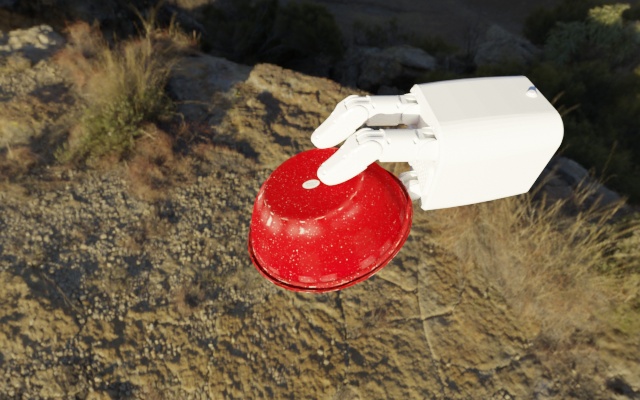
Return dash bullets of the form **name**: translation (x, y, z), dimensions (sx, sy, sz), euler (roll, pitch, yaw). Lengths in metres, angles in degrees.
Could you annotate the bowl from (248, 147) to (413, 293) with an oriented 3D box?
- **bowl**: translation (-0.001, 0.002, 0.436), dimensions (0.162, 0.162, 0.055), euler (0, -42, 21)
